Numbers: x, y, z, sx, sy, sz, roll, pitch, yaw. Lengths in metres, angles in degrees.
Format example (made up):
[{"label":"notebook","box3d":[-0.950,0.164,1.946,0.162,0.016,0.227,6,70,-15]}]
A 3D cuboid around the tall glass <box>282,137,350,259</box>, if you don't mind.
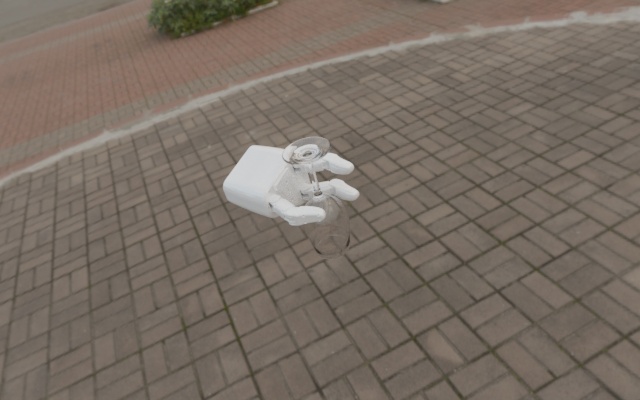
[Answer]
[{"label":"tall glass","box3d":[0.000,0.002,0.766,0.079,0.201,0.079,-10,36,8]}]
